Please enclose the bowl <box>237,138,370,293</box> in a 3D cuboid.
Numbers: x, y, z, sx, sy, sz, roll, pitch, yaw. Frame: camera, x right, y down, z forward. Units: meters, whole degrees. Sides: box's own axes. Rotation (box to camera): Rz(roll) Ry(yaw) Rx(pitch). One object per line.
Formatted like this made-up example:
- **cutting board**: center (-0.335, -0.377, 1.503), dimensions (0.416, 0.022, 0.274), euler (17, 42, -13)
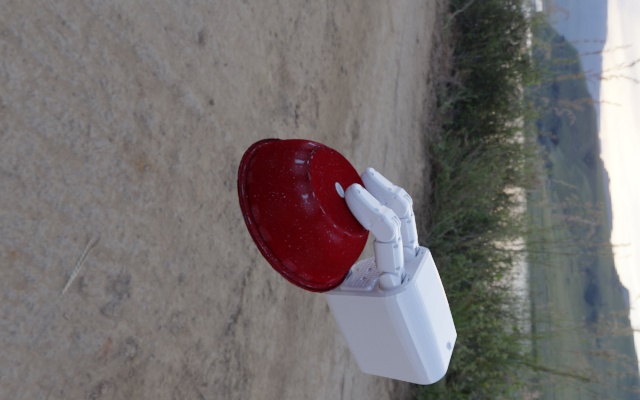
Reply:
- **bowl**: center (0.000, 0.000, 0.451), dimensions (0.055, 0.162, 0.162), euler (-28, -16, 33)
